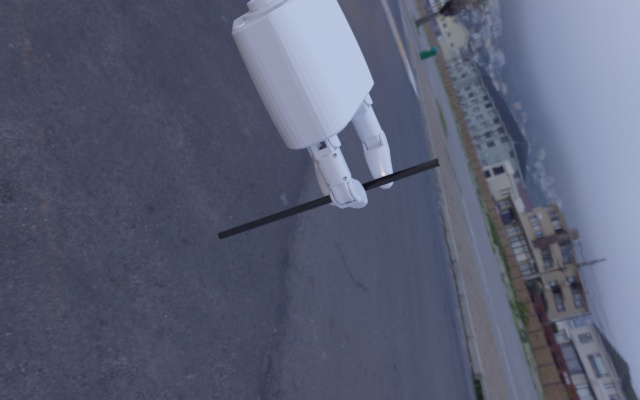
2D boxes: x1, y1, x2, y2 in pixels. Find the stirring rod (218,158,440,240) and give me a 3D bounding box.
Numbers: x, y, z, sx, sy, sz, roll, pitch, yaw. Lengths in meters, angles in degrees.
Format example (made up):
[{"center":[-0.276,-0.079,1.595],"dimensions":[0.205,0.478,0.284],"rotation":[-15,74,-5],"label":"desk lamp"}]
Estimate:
[{"center":[0.000,0.002,0.475],"dimensions":[0.239,0.011,0.011],"rotation":[-19,-6,19],"label":"stirring rod"}]
